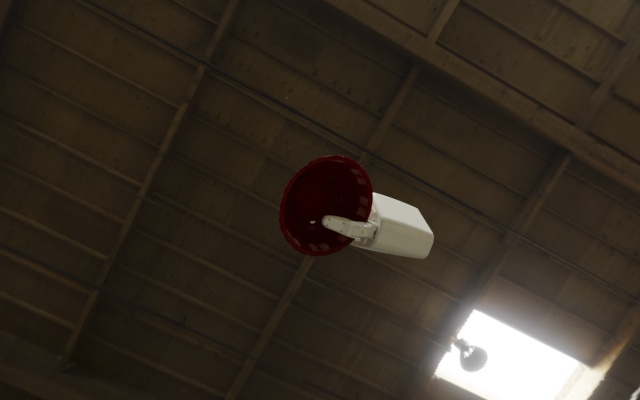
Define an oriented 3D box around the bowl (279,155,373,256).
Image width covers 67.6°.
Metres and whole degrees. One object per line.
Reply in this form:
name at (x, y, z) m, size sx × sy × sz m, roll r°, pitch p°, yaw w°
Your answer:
bowl at (-0.001, 0.002, 0.741) m, size 0.162 × 0.162 × 0.055 m, roll 0°, pitch 19°, yaw -30°
